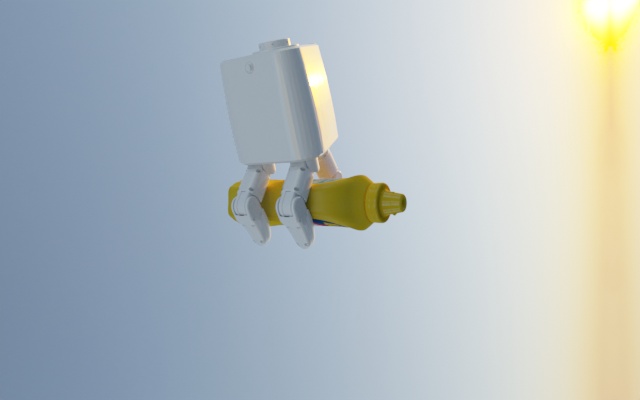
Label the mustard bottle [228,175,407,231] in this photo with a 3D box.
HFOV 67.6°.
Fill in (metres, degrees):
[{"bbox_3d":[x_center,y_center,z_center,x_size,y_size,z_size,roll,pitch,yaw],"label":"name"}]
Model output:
[{"bbox_3d":[0.000,0.002,0.517,0.191,0.058,0.096,0,-4,31],"label":"mustard bottle"}]
